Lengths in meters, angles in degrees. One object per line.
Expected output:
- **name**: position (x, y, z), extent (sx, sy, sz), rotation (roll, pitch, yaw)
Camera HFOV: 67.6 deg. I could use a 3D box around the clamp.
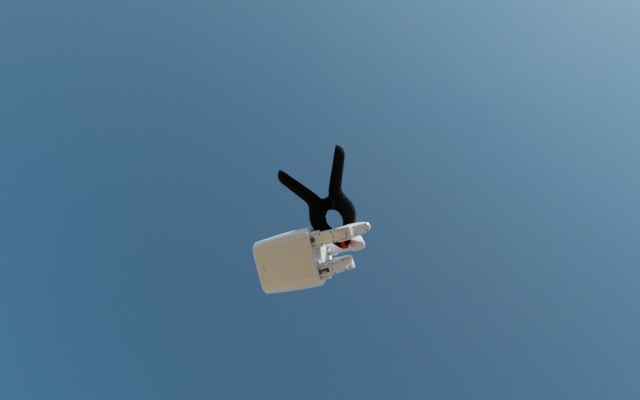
- **clamp**: position (0.000, 0.003, 0.807), extent (0.120, 0.171, 0.039), rotation (-14, 1, 17)
